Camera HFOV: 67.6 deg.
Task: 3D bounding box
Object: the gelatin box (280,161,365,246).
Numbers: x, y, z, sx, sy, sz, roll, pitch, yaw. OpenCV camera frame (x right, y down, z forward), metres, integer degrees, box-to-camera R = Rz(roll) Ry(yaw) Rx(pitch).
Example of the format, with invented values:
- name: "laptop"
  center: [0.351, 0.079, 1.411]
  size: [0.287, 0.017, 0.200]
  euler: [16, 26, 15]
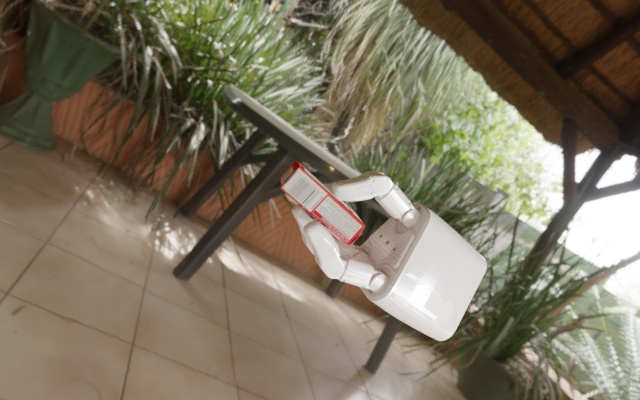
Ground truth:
- name: "gelatin box"
  center: [0.000, 0.001, 0.482]
  size: [0.089, 0.030, 0.073]
  euler: [42, 4, -10]
